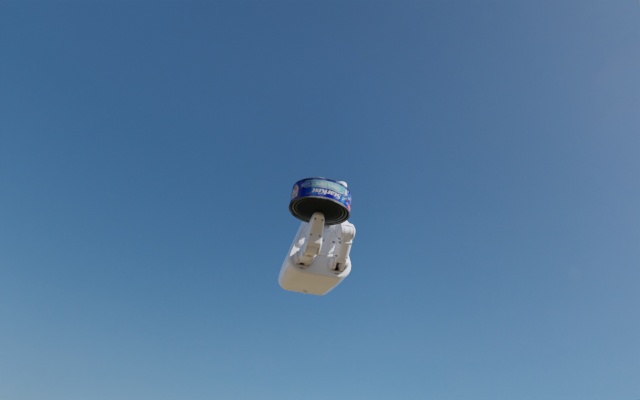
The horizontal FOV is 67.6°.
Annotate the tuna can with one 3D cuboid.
[{"bbox_3d":[0.000,0.002,0.670,0.086,0.033,0.086,7,-27,3],"label":"tuna can"}]
